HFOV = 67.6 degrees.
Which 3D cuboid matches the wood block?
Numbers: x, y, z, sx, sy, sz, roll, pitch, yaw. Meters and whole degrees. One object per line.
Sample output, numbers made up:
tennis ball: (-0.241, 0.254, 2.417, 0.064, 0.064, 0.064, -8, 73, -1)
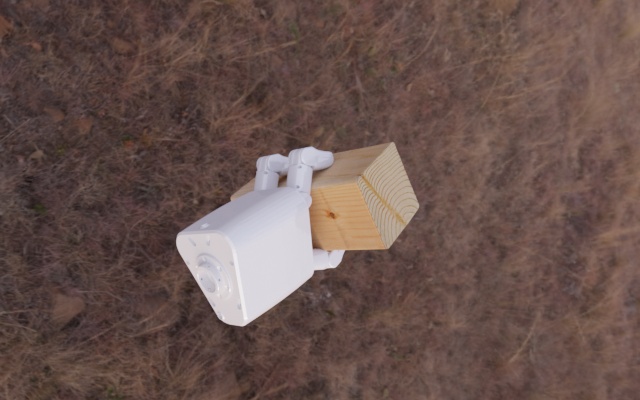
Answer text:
wood block: (0.000, 0.002, 0.588, 0.206, 0.091, 0.090, -6, 28, 42)
